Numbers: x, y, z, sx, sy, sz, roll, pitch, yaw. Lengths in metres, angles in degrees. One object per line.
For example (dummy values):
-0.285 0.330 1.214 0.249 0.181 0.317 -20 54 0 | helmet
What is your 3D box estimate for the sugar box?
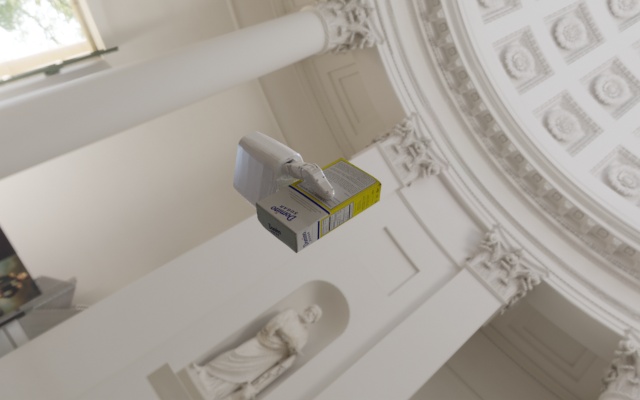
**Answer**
0.000 0.003 0.721 0.176 0.048 0.093 -31 48 -30 | sugar box
